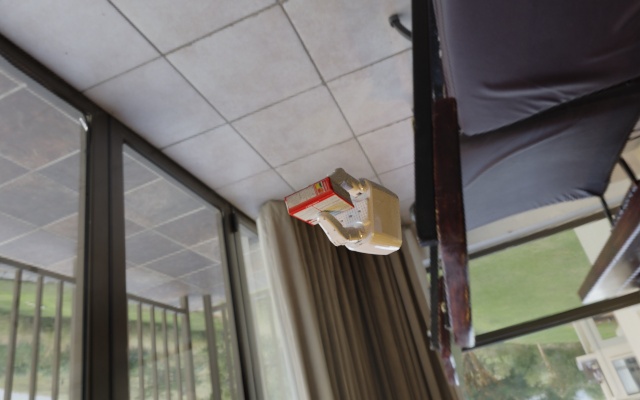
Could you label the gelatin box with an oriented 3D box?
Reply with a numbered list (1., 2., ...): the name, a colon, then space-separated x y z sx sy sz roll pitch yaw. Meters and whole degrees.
1. gelatin box: 0.000 0.003 0.699 0.073 0.030 0.089 -25 -22 16
